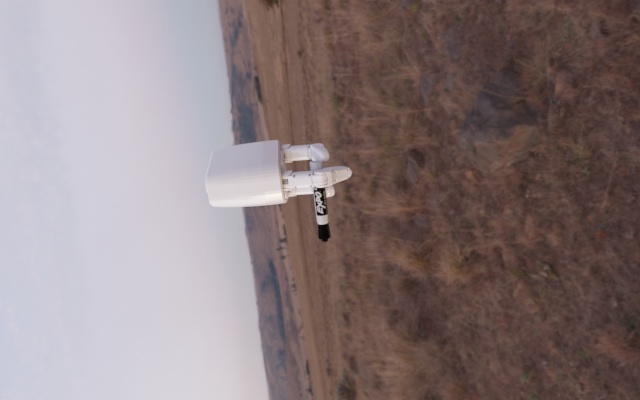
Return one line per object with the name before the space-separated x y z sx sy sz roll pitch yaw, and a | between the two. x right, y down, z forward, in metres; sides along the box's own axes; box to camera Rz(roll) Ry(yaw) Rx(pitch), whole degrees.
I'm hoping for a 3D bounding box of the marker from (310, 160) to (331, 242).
marker | 0.000 0.002 0.696 0.020 0.121 0.020 -6 14 2
